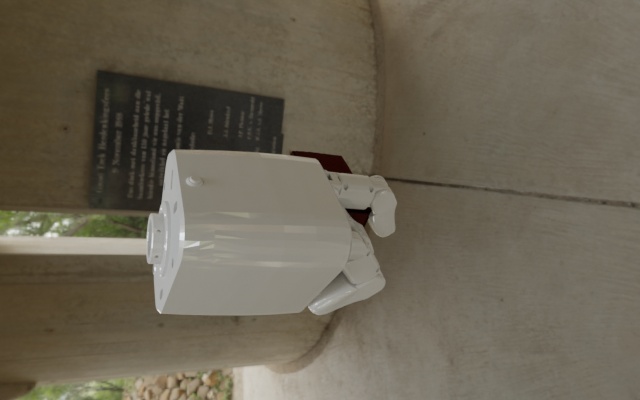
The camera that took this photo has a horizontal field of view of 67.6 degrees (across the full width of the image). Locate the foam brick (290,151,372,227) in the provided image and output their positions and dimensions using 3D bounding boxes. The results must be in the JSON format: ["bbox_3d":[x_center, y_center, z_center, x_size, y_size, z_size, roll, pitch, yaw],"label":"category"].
[{"bbox_3d":[0.000,0.001,0.410,0.051,0.053,0.078,3,39,-25],"label":"foam brick"}]
